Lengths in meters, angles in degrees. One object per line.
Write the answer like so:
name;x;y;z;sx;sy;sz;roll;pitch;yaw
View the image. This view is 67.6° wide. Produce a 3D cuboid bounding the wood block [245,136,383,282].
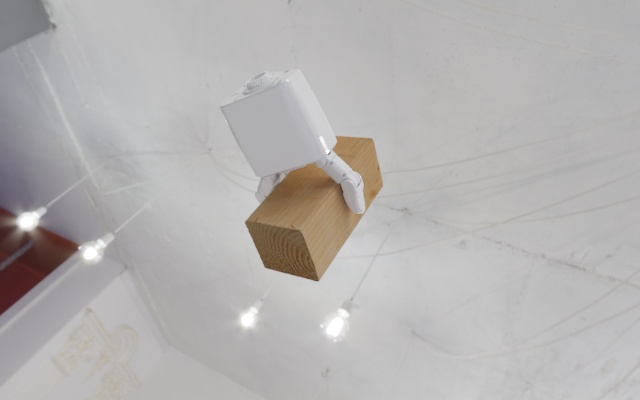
wood block;0.000;0.002;0.666;0.091;0.090;0.206;9;43;32
